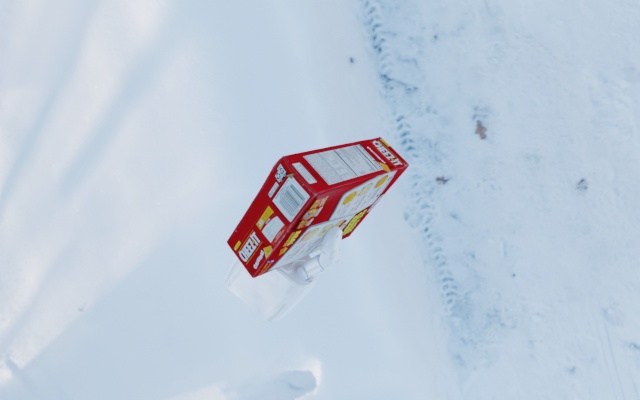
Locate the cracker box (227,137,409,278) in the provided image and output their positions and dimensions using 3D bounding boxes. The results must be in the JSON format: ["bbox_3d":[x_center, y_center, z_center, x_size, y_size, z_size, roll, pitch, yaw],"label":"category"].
[{"bbox_3d":[0.000,0.002,0.640,0.213,0.072,0.164,-19,-27,-50],"label":"cracker box"}]
